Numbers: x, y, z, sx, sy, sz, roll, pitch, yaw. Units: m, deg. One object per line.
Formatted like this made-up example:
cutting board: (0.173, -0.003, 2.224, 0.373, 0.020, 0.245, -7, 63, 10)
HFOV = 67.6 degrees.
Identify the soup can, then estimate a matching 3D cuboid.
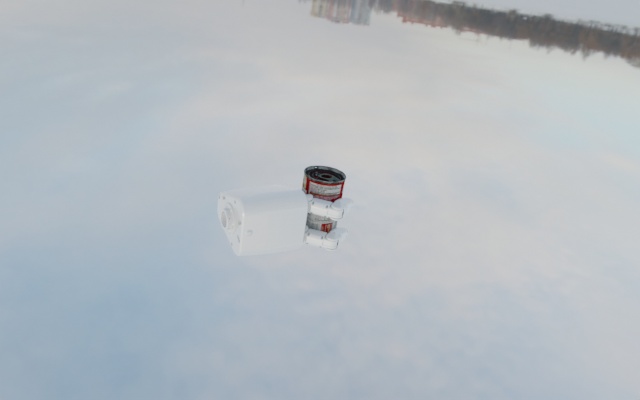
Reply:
soup can: (0.000, 0.003, 0.778, 0.068, 0.102, 0.068, 8, 24, -3)
